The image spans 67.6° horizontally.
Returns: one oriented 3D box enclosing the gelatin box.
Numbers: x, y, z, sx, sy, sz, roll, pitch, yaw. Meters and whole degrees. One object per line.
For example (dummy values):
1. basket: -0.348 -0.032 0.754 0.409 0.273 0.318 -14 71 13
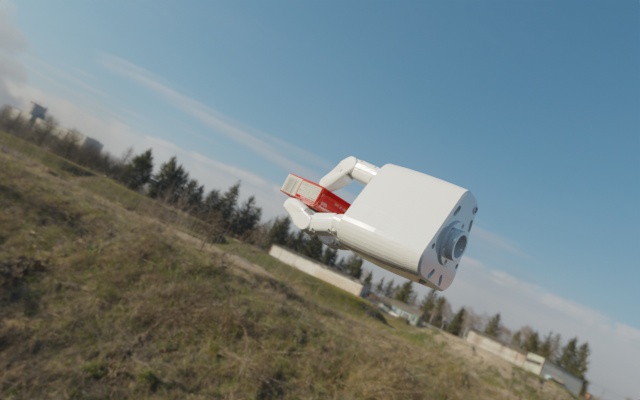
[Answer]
1. gelatin box: 0.000 0.002 0.614 0.073 0.030 0.089 33 -4 -36
